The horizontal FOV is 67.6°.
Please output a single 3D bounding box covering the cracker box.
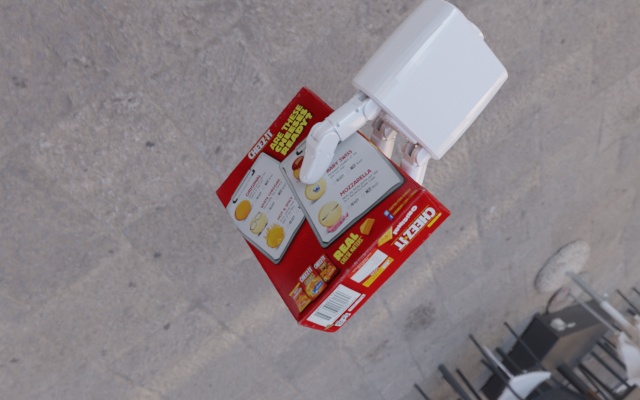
[{"bbox_3d":[0.000,0.002,0.497,0.072,0.164,0.213,33,12,-47],"label":"cracker box"}]
